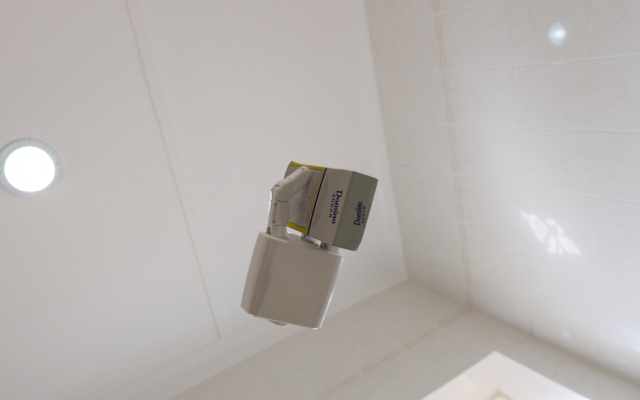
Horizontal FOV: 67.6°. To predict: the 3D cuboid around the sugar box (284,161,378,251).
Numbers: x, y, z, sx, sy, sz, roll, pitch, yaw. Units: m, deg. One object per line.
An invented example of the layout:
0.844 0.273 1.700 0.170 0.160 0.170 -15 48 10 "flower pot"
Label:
0.000 0.002 0.632 0.048 0.093 0.176 15 1 -32 "sugar box"
